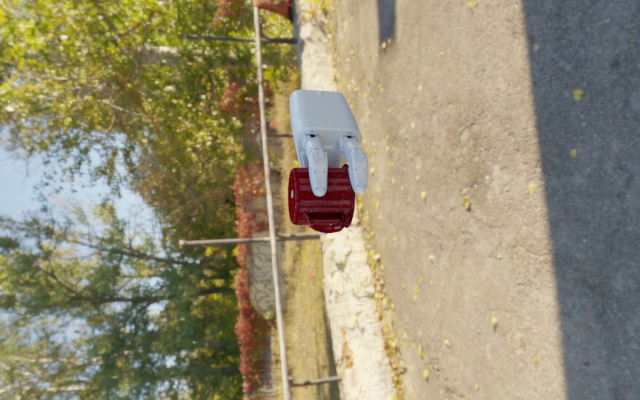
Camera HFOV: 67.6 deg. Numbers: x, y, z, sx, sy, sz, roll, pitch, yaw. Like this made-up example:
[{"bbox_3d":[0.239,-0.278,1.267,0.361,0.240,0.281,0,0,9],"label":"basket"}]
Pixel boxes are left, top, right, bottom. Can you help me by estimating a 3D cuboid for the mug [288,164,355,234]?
[{"bbox_3d":[0.000,0.003,0.670,0.081,0.093,0.117,-1,44,-12],"label":"mug"}]
